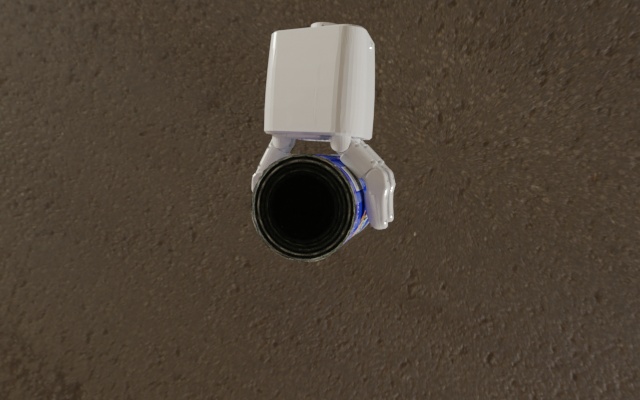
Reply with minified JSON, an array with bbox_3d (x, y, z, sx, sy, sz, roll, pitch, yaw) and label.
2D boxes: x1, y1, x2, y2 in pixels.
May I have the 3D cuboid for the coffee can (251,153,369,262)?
[{"bbox_3d":[0.000,0.002,0.510,0.103,0.103,0.140,0,5,14],"label":"coffee can"}]
